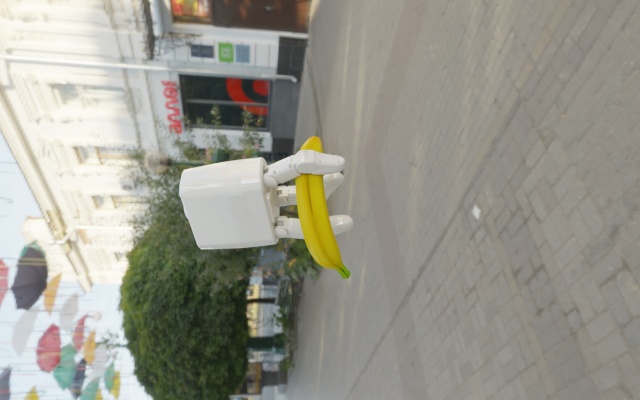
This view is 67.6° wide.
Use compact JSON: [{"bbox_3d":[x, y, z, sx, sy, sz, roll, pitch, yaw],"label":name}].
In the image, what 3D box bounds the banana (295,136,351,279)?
[{"bbox_3d":[-0.006,0.001,0.600,0.037,0.197,0.070,-16,-18,16],"label":"banana"}]
